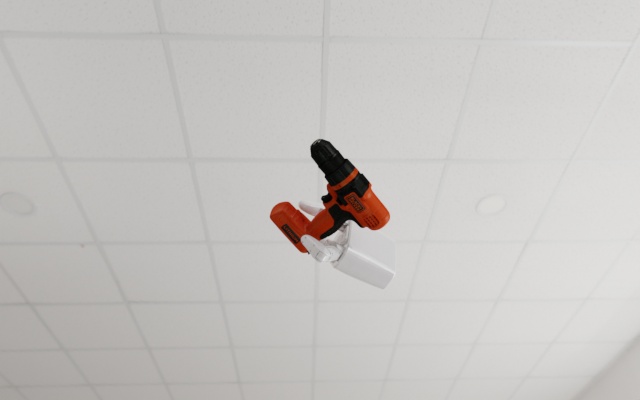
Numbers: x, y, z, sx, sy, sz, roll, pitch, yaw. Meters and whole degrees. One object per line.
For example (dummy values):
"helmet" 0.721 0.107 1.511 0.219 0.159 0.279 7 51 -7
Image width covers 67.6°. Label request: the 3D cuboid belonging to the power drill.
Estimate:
"power drill" 0.000 0.003 0.824 0.188 0.184 0.057 -30 16 36
